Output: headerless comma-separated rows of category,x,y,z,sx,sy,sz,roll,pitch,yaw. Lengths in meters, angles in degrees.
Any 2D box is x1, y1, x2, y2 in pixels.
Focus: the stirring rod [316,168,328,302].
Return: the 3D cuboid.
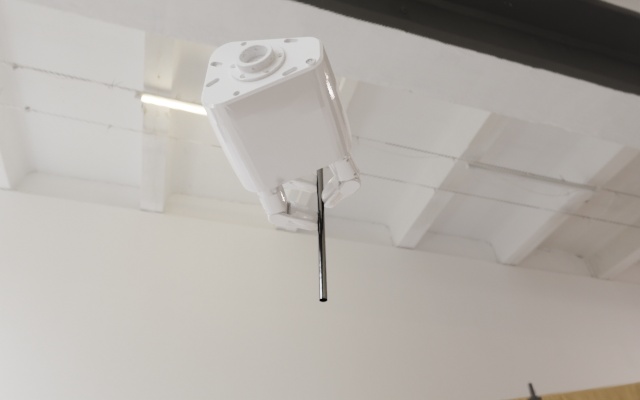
stirring rod,0.000,0.002,0.526,0.011,0.239,0.011,-1,-40,-1
